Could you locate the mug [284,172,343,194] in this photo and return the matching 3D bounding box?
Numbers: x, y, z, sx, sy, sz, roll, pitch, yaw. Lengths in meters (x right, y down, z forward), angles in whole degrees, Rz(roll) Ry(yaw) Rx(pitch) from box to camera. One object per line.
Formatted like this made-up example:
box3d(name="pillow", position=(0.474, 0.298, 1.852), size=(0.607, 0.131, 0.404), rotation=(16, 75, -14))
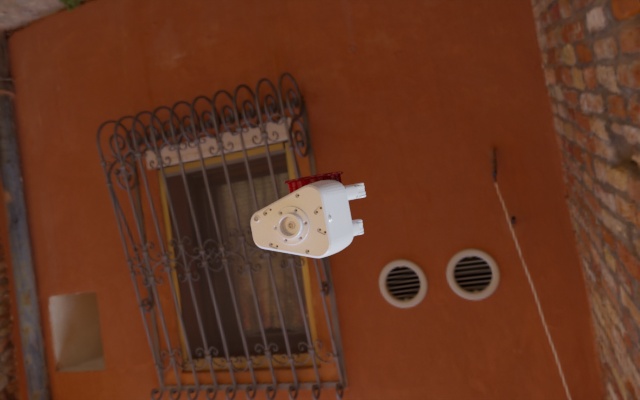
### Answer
box3d(name="mug", position=(0.001, 0.003, 0.753), size=(0.093, 0.081, 0.117), rotation=(-10, 0, 18))
